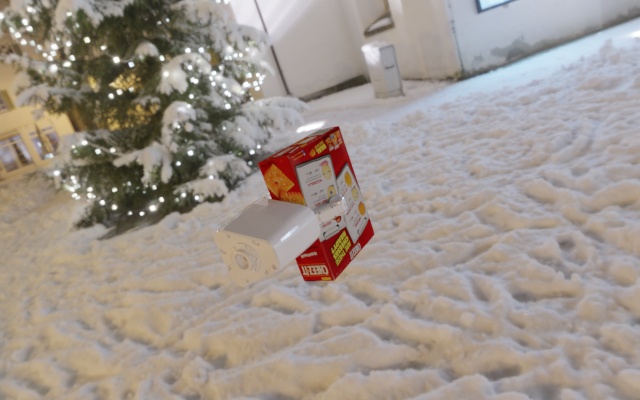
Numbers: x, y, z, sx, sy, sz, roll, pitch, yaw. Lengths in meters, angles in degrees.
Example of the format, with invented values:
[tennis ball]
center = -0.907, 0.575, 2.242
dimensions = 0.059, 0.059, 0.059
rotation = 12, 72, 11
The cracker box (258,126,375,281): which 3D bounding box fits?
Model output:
[cracker box]
center = 0.000, 0.002, 0.802
dimensions = 0.072, 0.214, 0.164
rotation = -8, 19, 35
